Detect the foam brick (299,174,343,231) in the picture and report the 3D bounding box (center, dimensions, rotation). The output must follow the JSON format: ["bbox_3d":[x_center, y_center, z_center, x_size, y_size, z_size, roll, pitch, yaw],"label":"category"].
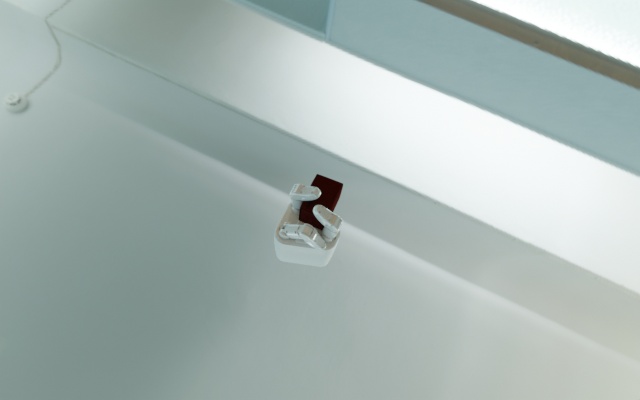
[{"bbox_3d":[0.000,0.003,0.850,0.053,0.078,0.051,23,-27,7],"label":"foam brick"}]
